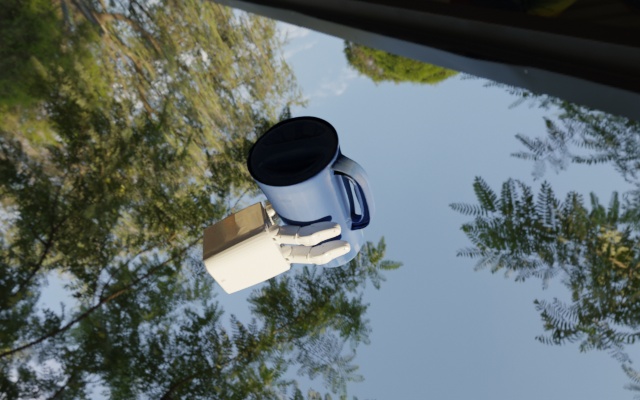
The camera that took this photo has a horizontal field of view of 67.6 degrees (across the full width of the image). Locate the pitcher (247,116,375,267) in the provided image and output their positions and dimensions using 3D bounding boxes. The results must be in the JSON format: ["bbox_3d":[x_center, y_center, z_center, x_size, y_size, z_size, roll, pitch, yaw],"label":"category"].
[{"bbox_3d":[0.000,0.002,0.733,0.145,0.149,0.243,-24,-42,0],"label":"pitcher"}]
